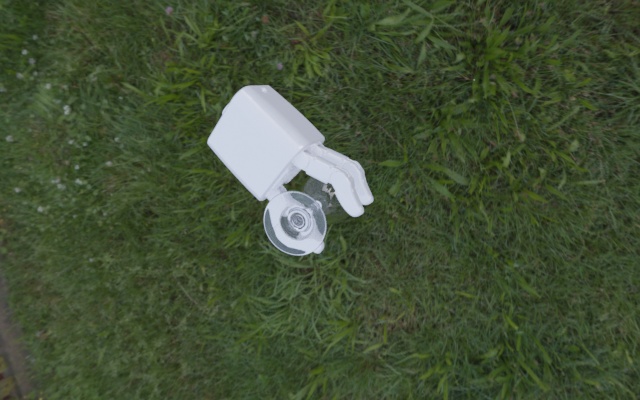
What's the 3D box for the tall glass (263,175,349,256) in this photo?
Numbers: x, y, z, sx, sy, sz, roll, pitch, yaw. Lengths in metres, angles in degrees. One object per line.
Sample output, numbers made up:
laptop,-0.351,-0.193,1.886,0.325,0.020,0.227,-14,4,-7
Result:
tall glass,0.000,0.002,0.617,0.079,0.079,0.201,0,13,18
